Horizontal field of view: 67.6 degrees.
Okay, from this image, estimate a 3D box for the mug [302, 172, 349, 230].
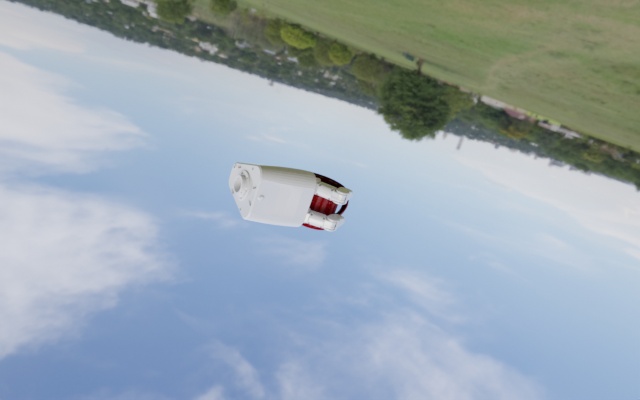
[{"bbox_3d":[0.001,0.003,0.875,0.117,0.081,0.093,9,19,-36],"label":"mug"}]
